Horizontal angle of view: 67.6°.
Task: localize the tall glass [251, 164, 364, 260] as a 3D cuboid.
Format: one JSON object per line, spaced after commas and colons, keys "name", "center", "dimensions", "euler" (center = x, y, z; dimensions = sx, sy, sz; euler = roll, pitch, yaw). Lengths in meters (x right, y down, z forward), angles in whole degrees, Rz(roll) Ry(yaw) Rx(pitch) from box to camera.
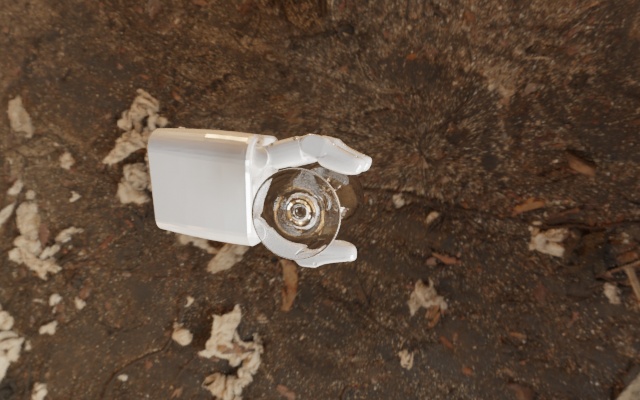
{"name": "tall glass", "center": [0.000, 0.002, 0.477], "dimensions": [0.079, 0.079, 0.201], "euler": [0, 5, 12]}
